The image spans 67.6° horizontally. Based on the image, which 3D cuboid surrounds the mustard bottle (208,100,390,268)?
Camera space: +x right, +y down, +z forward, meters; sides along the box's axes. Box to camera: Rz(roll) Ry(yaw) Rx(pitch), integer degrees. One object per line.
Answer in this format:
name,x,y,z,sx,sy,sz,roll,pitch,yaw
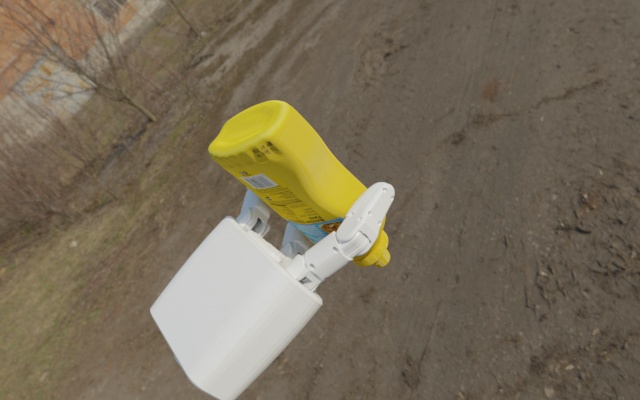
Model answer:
mustard bottle,0.000,0.001,0.410,0.096,0.058,0.192,-5,-41,48
